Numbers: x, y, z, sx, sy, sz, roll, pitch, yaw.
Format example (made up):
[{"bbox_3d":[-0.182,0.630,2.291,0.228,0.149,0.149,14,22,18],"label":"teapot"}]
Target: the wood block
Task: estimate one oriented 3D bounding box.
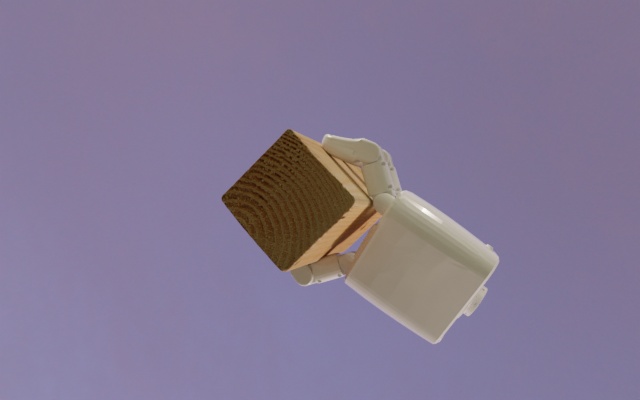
[{"bbox_3d":[0.000,0.002,0.498,0.091,0.090,0.206,-45,-13,11],"label":"wood block"}]
